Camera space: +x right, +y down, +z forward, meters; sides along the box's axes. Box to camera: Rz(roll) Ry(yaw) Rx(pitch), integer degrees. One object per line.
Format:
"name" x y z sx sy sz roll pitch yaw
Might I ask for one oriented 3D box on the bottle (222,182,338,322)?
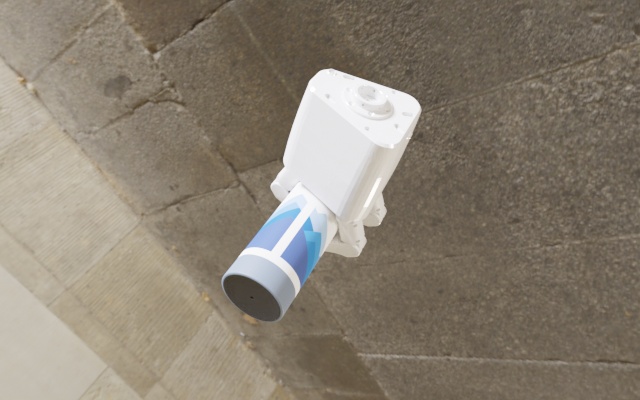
"bottle" 0.000 0.002 0.538 0.069 0.069 0.295 0 37 33
